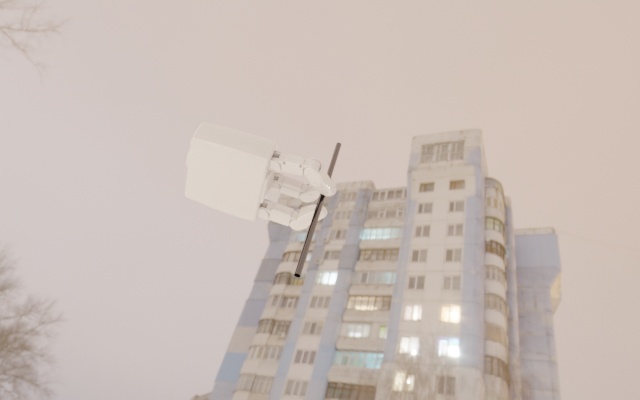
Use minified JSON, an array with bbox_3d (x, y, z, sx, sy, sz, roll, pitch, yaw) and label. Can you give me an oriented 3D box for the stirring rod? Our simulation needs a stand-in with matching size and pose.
[{"bbox_3d":[0.000,0.002,0.644,0.011,0.239,0.011,10,-41,9],"label":"stirring rod"}]
